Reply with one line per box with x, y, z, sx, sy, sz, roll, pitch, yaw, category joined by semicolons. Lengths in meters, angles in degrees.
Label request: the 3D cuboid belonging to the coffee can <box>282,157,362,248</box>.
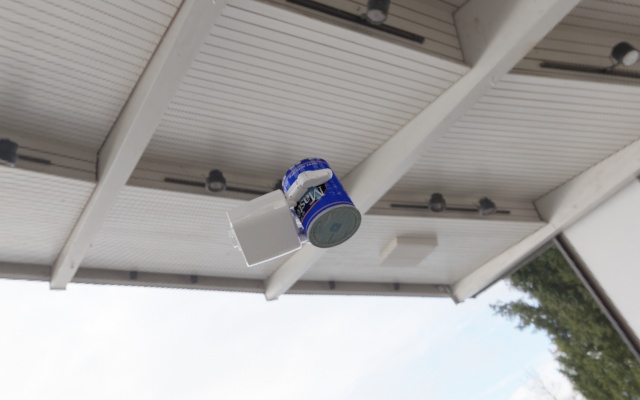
0.000;0.003;0.883;0.103;0.103;0.140;0;41;-30;coffee can
